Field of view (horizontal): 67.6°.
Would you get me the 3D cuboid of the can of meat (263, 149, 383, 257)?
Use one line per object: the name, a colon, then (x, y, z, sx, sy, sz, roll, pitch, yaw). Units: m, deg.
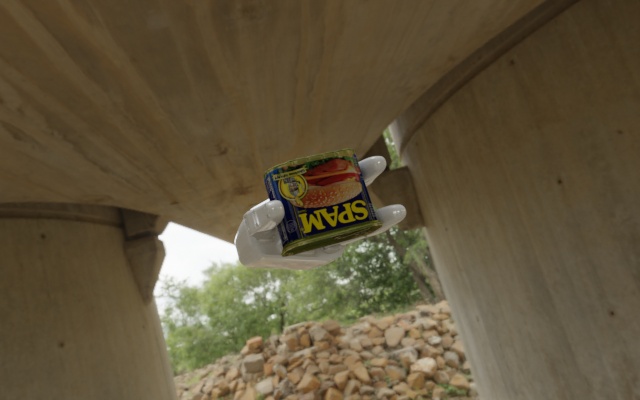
can of meat: (0.000, 0.001, 0.480, 0.102, 0.084, 0.057, -13, -13, -18)
